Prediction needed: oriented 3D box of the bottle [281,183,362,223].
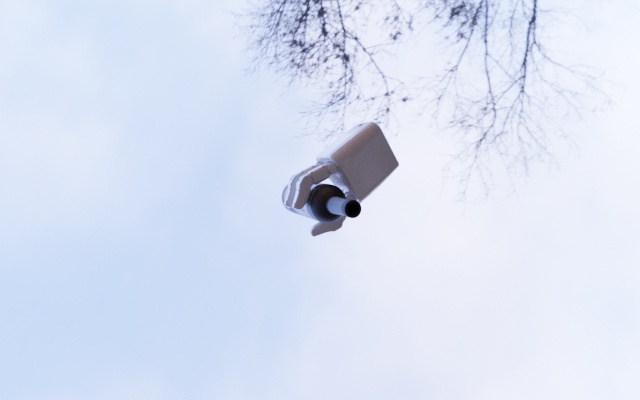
[{"bbox_3d":[0.000,0.003,0.839,0.069,0.069,0.295,0,4,-19],"label":"bottle"}]
